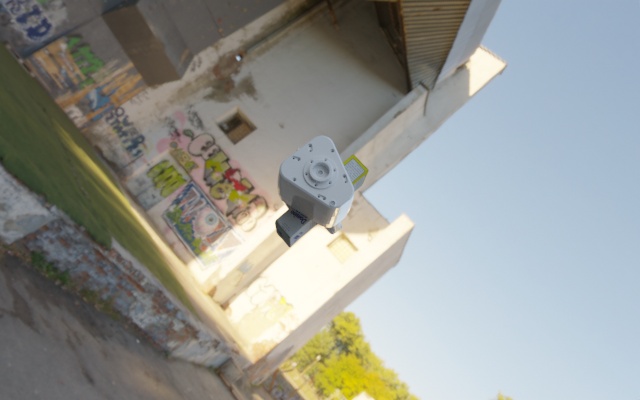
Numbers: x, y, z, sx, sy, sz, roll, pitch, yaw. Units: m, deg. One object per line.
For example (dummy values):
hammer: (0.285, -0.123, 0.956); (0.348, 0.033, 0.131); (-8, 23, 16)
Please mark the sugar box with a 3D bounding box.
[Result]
sugar box: (0.000, 0.002, 0.821); (0.176, 0.048, 0.093); (-38, -10, -13)
